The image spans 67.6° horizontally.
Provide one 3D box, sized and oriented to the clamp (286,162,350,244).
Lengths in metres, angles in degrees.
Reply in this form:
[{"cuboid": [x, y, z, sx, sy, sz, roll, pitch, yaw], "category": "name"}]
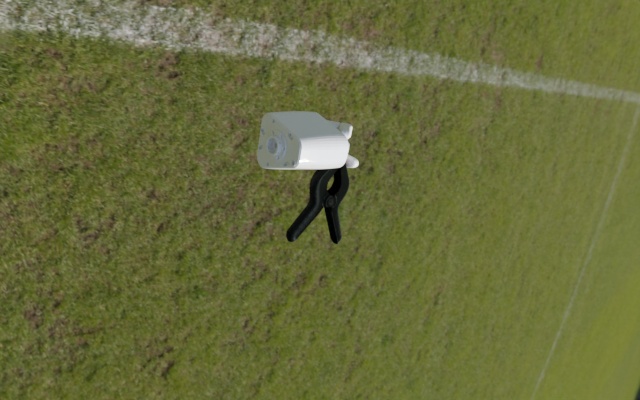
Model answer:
[{"cuboid": [0.001, 0.003, 0.843, 0.120, 0.171, 0.039, -6, 21, -42], "category": "clamp"}]
